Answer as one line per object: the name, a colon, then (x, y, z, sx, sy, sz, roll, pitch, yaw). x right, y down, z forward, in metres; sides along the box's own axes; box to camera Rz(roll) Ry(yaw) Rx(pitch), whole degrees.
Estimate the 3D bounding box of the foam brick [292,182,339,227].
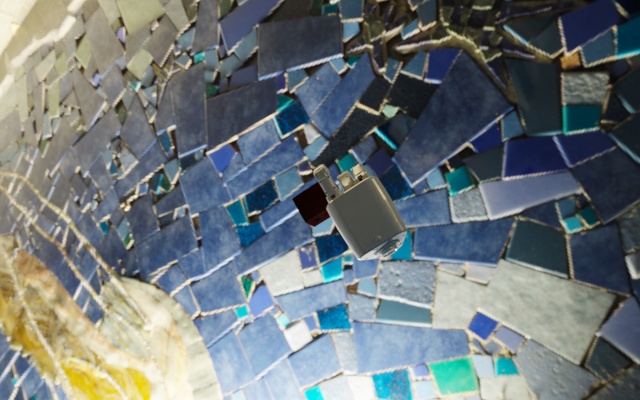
foam brick: (0.000, 0.003, 0.841, 0.078, 0.051, 0.053, -33, -20, 9)
